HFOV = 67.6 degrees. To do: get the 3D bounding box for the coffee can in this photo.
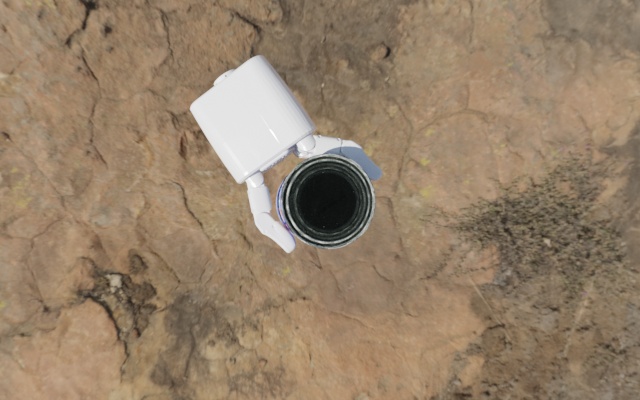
[{"bbox_3d":[0.000,0.002,0.576,0.103,0.103,0.140,0,-1,-7],"label":"coffee can"}]
